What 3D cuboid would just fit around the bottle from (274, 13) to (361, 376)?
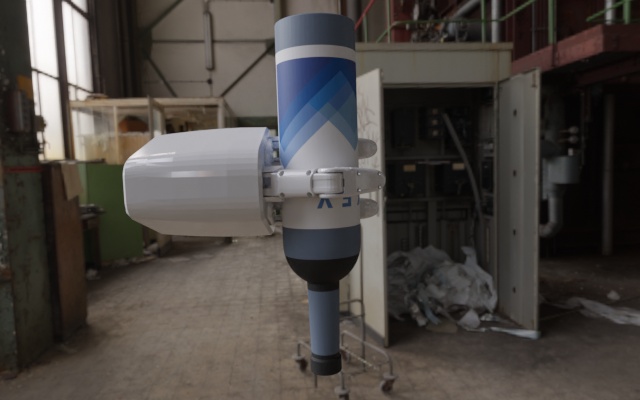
[{"bbox_3d":[0.000,0.001,0.407,0.069,0.296,0.069,-2,4,0],"label":"bottle"}]
